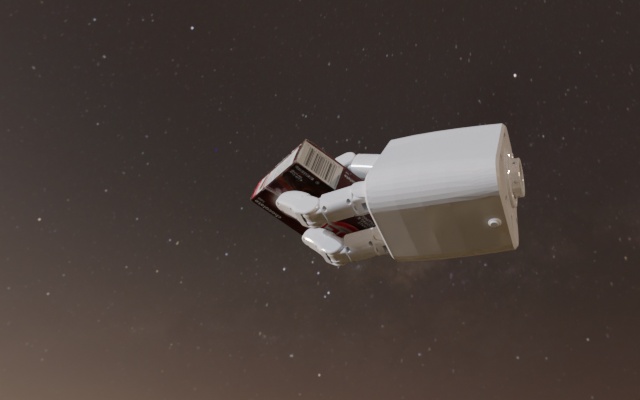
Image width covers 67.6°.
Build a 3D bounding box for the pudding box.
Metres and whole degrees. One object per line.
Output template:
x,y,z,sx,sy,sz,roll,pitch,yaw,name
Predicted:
0.000,0.001,0.479,0.113,0.039,0.090,38,-41,-16,pudding box
